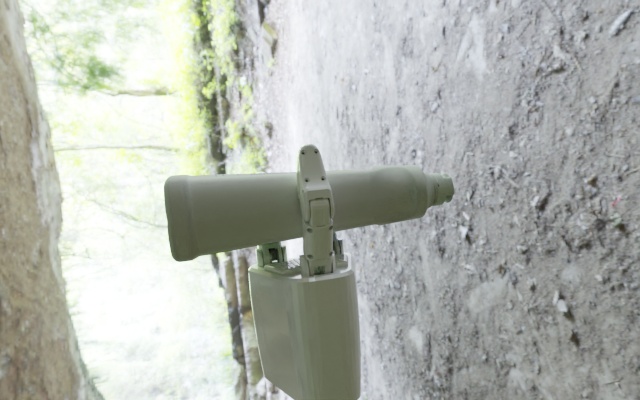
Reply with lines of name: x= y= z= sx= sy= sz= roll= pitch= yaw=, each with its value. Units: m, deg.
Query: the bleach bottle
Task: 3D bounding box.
bleach bottle: x=0.000 y=0.001 z=0.416 sx=0.251 sy=0.068 sz=0.102 roll=-6 pitch=2 yaw=-13
